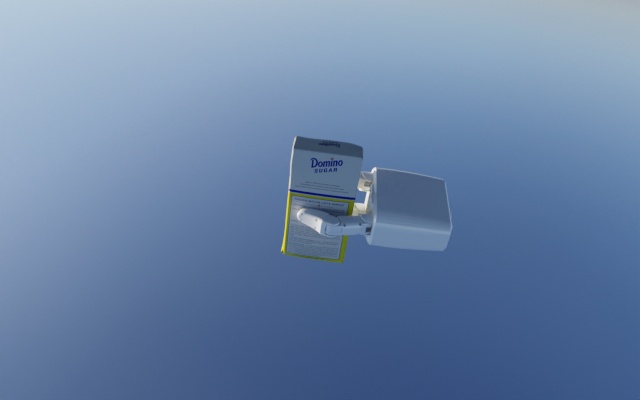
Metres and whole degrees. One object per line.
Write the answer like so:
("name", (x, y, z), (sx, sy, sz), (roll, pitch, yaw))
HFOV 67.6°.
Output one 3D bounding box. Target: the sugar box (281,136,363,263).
("sugar box", (0.000, 0.002, 0.663), (0.093, 0.176, 0.048), (8, 31, -1))
